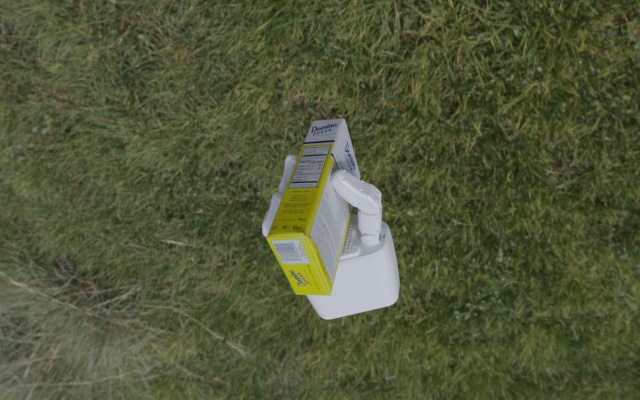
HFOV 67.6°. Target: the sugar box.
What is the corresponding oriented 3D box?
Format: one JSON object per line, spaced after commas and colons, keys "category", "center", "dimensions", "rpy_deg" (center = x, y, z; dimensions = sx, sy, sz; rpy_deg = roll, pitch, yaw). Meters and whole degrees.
{"category": "sugar box", "center": [0.000, 0.002, 0.508], "dimensions": [0.048, 0.093, 0.176], "rpy_deg": [-3, 44, 18]}
